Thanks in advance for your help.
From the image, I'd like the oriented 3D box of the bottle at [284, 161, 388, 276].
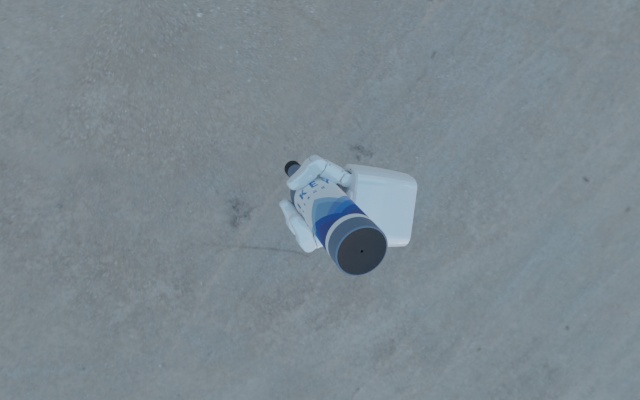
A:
[{"bbox_3d":[0.000,0.002,0.675,0.069,0.069,0.295,0,23,-21],"label":"bottle"}]
